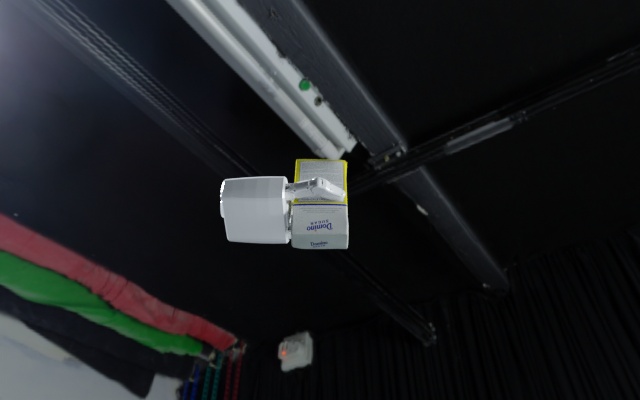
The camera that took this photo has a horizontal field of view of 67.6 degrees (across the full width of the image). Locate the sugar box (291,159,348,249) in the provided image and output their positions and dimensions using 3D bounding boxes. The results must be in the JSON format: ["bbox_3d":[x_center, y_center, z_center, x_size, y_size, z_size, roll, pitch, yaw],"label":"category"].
[{"bbox_3d":[0.000,0.003,0.822,0.093,0.176,0.048,1,-40,2],"label":"sugar box"}]
